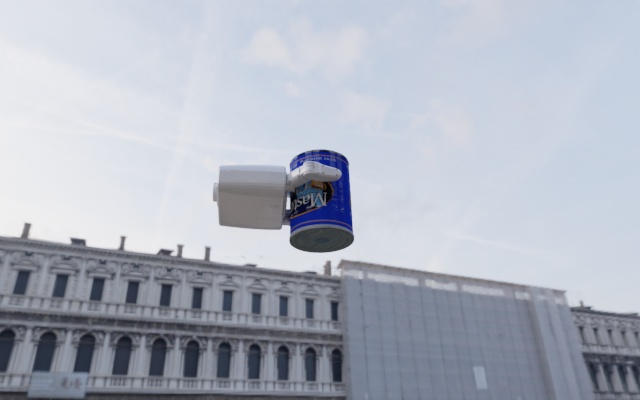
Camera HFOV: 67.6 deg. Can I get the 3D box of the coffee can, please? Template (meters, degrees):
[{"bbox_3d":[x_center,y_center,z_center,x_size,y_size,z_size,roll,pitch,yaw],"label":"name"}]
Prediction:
[{"bbox_3d":[0.000,0.003,0.782,0.103,0.140,0.103,-1,-27,-1],"label":"coffee can"}]
